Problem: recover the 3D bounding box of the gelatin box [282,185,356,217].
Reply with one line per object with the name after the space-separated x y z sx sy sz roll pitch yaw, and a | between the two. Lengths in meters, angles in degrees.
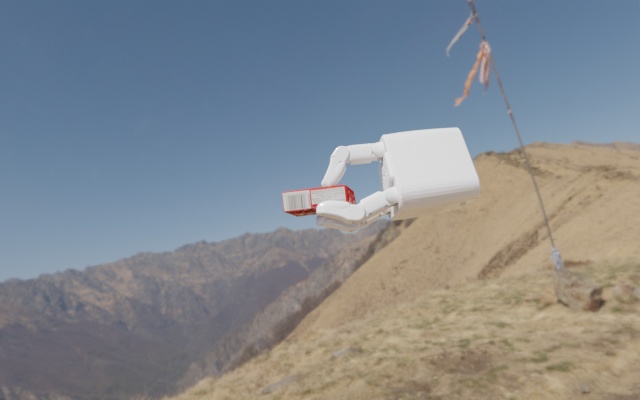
0.000 0.002 0.649 0.089 0.030 0.073 -6 -7 10 | gelatin box
